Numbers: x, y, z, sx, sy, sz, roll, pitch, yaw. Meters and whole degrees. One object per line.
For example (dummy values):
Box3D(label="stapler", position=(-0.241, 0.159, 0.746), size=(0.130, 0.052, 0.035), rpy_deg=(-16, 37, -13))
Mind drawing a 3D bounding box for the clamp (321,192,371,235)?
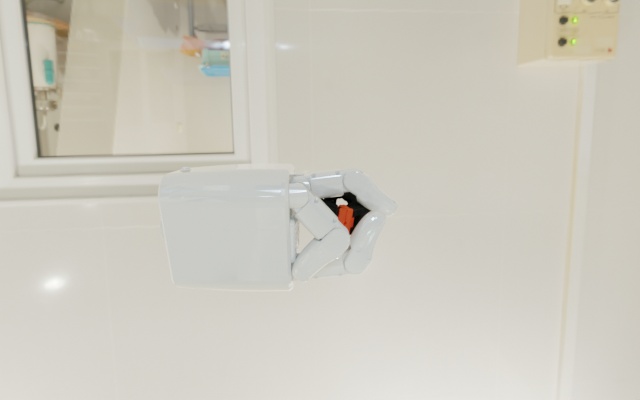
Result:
Box3D(label="clamp", position=(0.000, 0.002, 0.507), size=(0.120, 0.039, 0.171), rpy_deg=(0, 8, 1))
